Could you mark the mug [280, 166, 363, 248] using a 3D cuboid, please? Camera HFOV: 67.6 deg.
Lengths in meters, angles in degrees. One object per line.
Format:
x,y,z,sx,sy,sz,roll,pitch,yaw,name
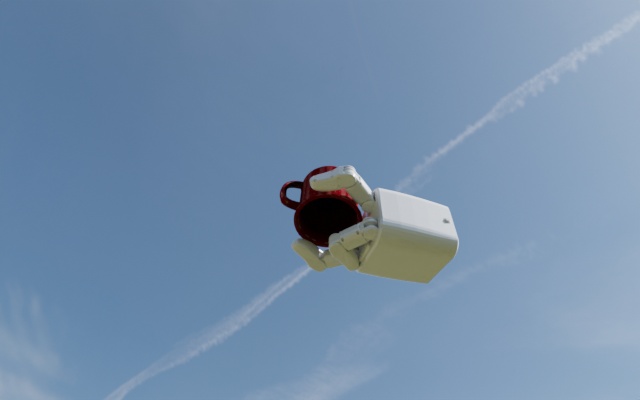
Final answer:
-0.001,0.002,0.669,0.117,0.093,0.081,14,37,-8,mug
